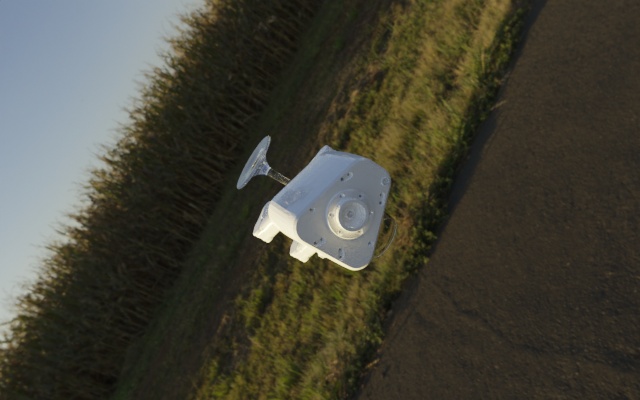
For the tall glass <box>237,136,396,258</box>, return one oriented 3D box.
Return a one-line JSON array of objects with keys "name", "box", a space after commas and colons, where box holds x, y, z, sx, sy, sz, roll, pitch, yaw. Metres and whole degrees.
[{"name": "tall glass", "box": [0.000, 0.002, 0.605, 0.201, 0.079, 0.079, 30, -11, -19]}]
